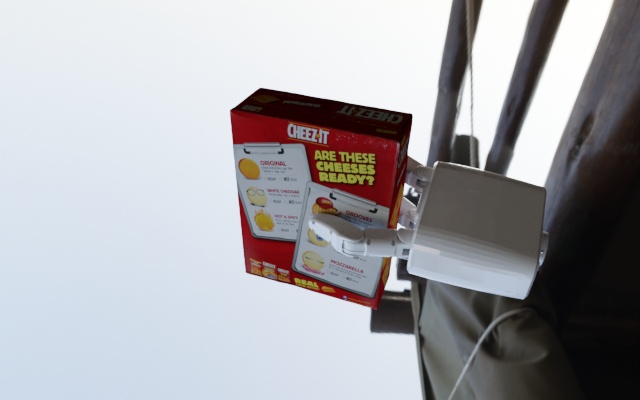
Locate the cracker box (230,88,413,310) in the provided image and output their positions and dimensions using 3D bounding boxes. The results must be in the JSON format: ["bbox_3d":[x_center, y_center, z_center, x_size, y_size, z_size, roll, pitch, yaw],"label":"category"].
[{"bbox_3d":[0.000,0.002,0.505,0.164,0.214,0.072,13,38,15],"label":"cracker box"}]
